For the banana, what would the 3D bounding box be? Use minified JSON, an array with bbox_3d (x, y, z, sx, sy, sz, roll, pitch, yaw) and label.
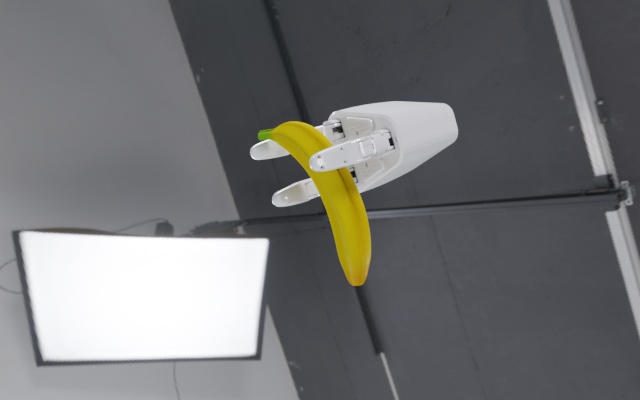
[{"bbox_3d":[0.007,-0.010,0.489,0.037,0.197,0.070,-21,-15,-39],"label":"banana"}]
